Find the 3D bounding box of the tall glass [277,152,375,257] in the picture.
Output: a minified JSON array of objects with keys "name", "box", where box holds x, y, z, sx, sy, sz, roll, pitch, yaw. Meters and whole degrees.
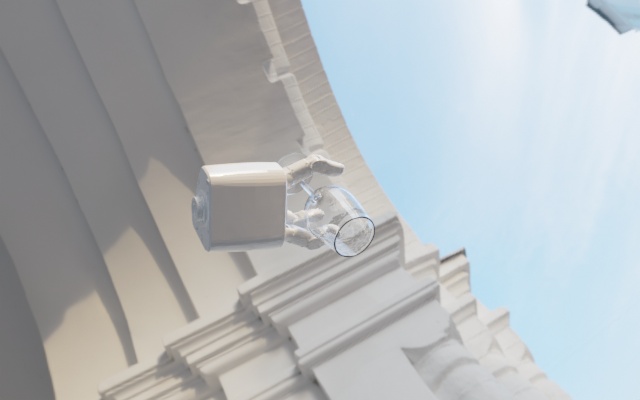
[{"name":"tall glass","box":[0.000,0.002,0.692,0.079,0.079,0.201,0,27,-31]}]
